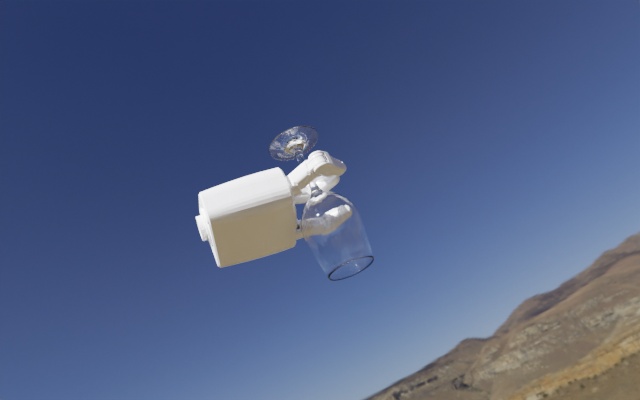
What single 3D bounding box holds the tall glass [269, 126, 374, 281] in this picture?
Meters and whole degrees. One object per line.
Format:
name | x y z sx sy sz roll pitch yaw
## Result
tall glass | 0.000 0.001 0.625 0.079 0.201 0.079 -20 -25 -10
